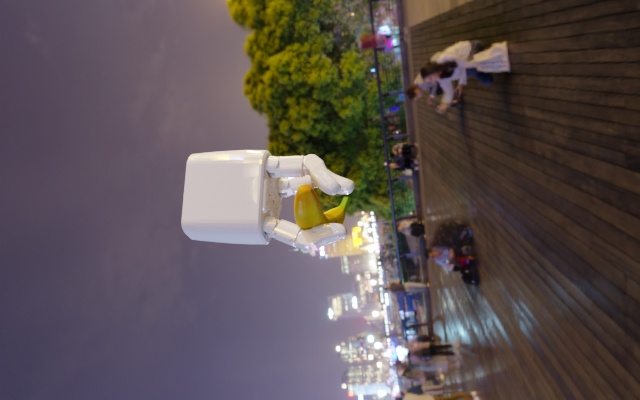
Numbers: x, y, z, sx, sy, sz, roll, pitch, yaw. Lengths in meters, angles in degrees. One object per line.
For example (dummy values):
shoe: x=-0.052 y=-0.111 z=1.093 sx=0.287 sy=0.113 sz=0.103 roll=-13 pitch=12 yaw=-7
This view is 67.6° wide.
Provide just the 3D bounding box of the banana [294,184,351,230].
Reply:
banana: x=-0.002 y=0.021 z=0.629 sx=0.037 sy=0.069 sz=0.198 roll=8 pitch=-1 yaw=16
